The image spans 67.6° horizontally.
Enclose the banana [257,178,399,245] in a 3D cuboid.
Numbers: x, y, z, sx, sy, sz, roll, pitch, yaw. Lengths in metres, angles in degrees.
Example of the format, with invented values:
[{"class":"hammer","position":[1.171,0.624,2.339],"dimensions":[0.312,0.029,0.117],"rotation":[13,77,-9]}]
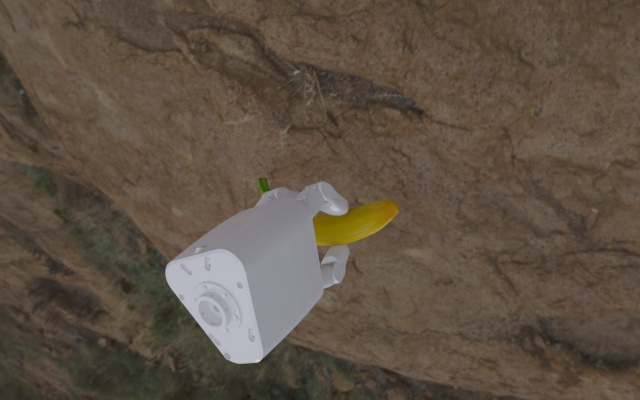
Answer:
[{"class":"banana","position":[-0.005,0.020,0.564],"dimensions":[0.198,0.069,0.037],"rotation":[11,10,30]}]
